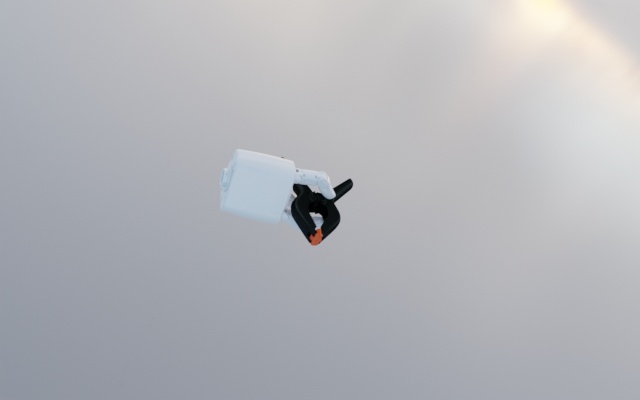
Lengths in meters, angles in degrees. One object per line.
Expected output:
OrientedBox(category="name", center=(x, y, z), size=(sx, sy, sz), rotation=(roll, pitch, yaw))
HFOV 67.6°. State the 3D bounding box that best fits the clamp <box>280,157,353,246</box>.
OrientedBox(category="clamp", center=(0.000, 0.003, 0.898), size=(0.164, 0.036, 0.209), rotation=(11, 39, -20))
